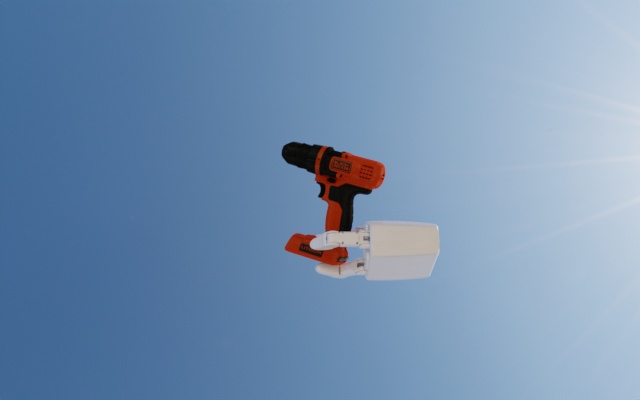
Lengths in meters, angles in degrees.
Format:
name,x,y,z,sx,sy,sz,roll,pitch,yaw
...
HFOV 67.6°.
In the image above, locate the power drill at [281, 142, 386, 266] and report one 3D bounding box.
name,x,y,z,sx,sy,sz,roll,pitch,yaw
power drill,0.000,0.003,0.798,0.184,0.187,0.057,16,4,21
